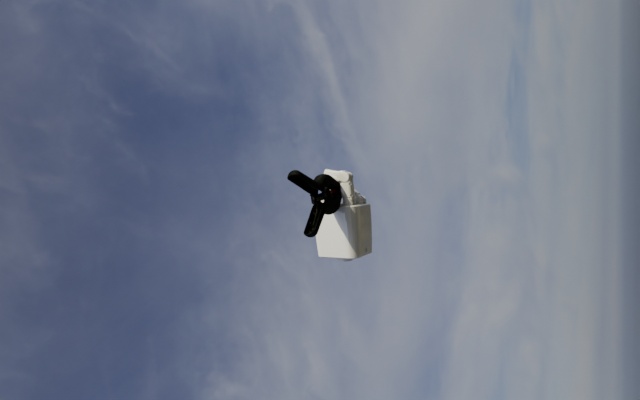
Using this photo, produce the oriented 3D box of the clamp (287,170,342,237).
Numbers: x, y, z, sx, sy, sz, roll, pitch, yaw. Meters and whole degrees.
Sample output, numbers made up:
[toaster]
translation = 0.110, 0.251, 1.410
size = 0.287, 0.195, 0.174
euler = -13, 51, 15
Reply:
[clamp]
translation = 0.000, 0.003, 0.890
size = 0.039, 0.120, 0.171
euler = -7, -1, 31
